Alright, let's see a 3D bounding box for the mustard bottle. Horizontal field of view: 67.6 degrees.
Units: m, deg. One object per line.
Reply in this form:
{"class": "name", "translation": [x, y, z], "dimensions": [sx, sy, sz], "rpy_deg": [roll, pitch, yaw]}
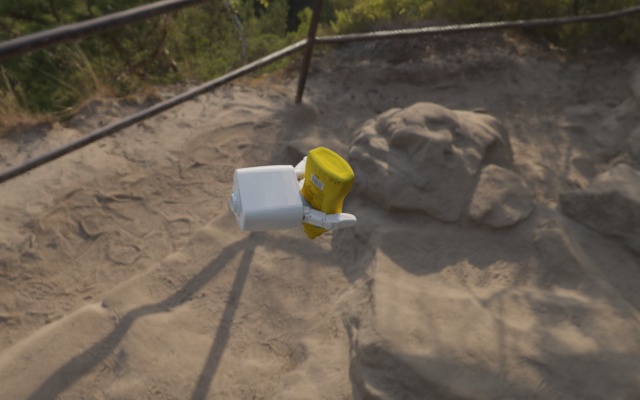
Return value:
{"class": "mustard bottle", "translation": [0.000, 0.003, 0.886], "dimensions": [0.058, 0.192, 0.096], "rpy_deg": [-25, 55, -37]}
